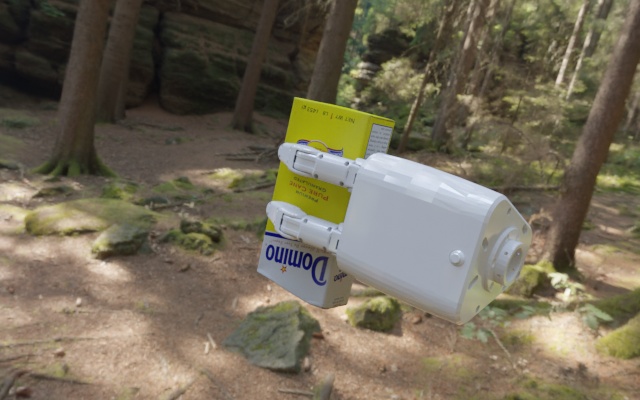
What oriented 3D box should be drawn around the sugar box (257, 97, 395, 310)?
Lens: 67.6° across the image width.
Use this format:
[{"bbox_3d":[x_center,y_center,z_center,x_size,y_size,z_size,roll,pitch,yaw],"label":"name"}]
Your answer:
[{"bbox_3d":[0.000,0.001,0.442,0.093,0.176,0.048,22,12,39],"label":"sugar box"}]
